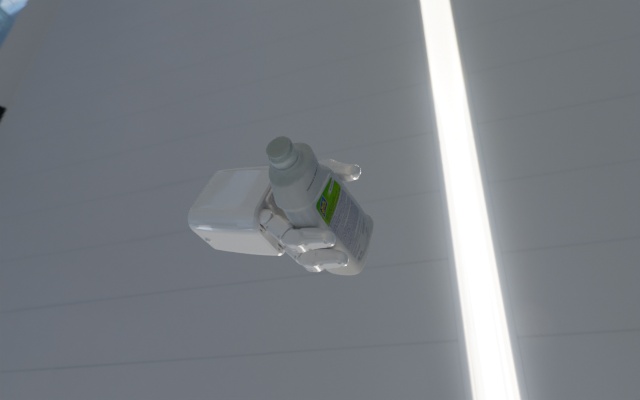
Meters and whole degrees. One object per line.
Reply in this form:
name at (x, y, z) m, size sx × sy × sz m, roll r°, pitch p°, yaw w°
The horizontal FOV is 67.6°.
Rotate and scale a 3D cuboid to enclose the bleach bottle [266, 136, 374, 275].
bleach bottle at (0.000, 0.002, 0.599) m, size 0.068 × 0.102 × 0.251 m, roll 1°, pitch -31°, yaw 24°
